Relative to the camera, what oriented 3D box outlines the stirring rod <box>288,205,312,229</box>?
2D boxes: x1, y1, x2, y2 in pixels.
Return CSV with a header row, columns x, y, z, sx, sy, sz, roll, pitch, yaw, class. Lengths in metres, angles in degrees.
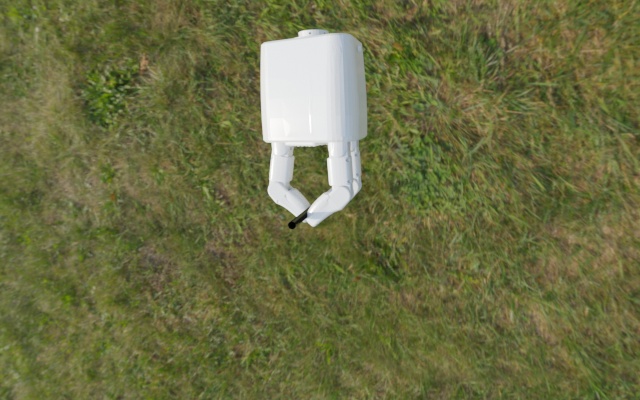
x,y,z,sx,sy,sz,roll,pitch,yaw,class
0.000,0.002,0.583,0.011,0.011,0.239,0,11,14,stirring rod
